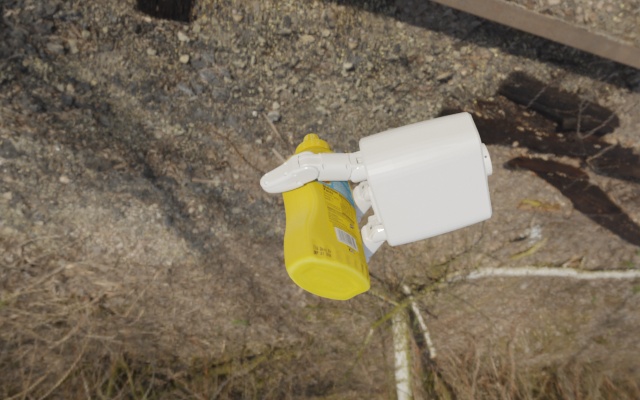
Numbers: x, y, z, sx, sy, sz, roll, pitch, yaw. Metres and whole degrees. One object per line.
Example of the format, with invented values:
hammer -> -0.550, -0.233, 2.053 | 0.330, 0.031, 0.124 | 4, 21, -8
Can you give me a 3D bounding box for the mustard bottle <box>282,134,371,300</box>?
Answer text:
mustard bottle -> 0.000, 0.002, 0.501 | 0.058, 0.191, 0.096 | -32, -44, 28
